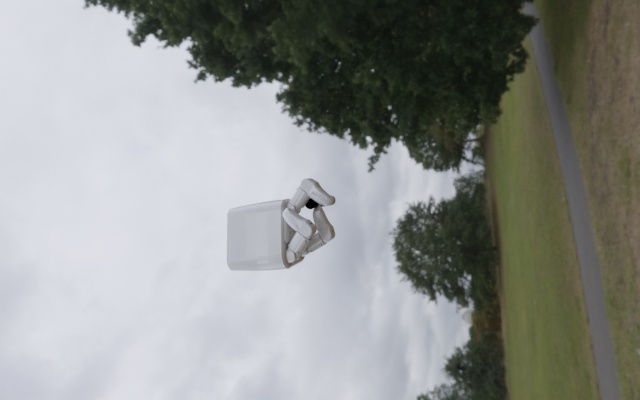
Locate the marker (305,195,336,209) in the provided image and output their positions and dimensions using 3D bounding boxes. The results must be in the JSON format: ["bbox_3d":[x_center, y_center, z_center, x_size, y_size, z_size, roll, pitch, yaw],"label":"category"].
[{"bbox_3d":[0.000,0.003,0.830,0.020,0.020,0.121,0,3,19],"label":"marker"}]
